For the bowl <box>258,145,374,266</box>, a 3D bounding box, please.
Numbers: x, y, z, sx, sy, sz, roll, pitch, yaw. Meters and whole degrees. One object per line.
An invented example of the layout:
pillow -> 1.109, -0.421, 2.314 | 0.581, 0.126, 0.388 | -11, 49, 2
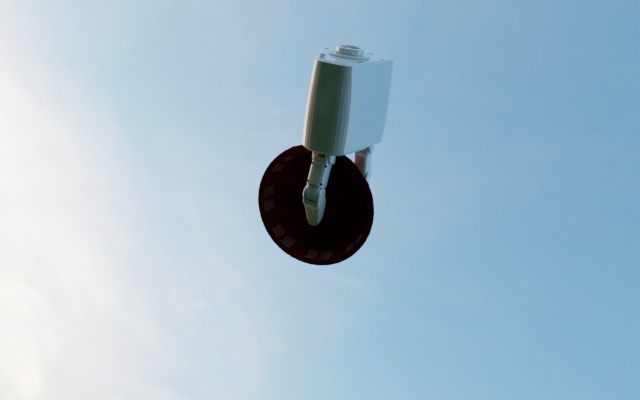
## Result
bowl -> 0.000, 0.003, 0.637 | 0.162, 0.162, 0.055 | 0, 13, 22
